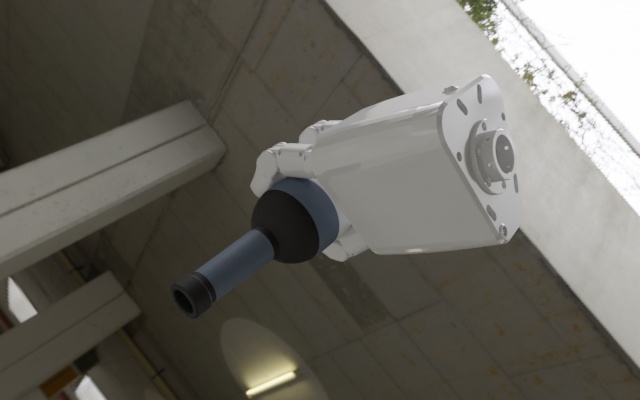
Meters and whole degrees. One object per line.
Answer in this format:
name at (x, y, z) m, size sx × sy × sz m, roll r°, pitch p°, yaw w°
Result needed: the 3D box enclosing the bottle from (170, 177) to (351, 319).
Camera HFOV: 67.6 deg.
bottle at (0.000, 0.001, 0.409) m, size 0.069 × 0.069 × 0.295 m, roll 0°, pitch 26°, yaw 43°
